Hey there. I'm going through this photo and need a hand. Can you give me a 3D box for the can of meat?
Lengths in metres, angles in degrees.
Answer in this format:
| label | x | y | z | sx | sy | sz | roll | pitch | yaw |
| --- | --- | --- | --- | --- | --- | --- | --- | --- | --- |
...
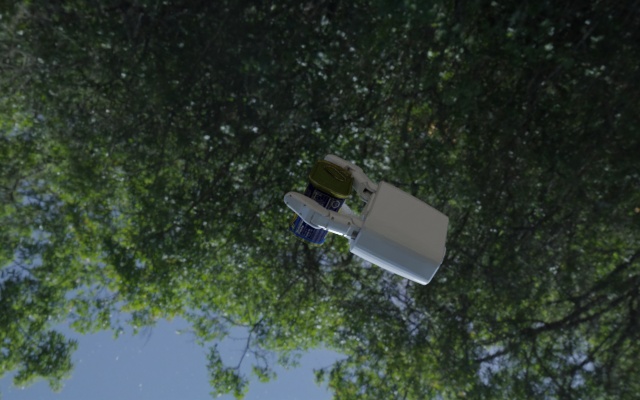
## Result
| label | x | y | z | sx | sy | sz | roll | pitch | yaw |
| --- | --- | --- | --- | --- | --- | --- | --- | --- | --- |
| can of meat | 0.000 | 0.002 | 0.644 | 0.057 | 0.084 | 0.102 | 25 | 22 | -2 |
